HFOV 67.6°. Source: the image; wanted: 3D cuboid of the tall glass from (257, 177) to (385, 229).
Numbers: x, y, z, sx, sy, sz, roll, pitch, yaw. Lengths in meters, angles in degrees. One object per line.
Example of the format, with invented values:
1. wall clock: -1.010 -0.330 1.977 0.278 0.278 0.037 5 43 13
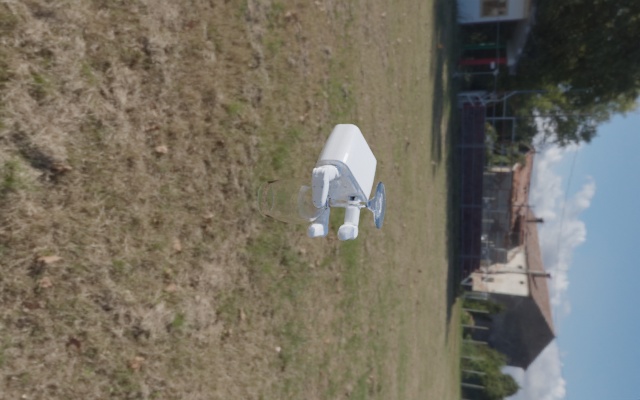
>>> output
1. tall glass: 0.001 0.003 0.781 0.201 0.079 0.079 3 1 19
